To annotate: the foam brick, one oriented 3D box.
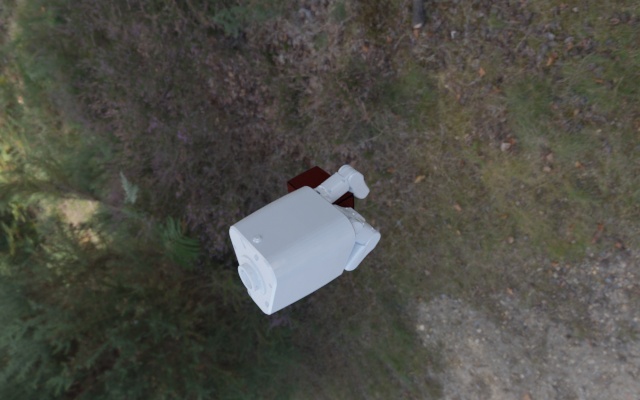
[{"bbox_3d":[0.000,0.002,0.614,0.051,0.053,0.078,-30,48,-24],"label":"foam brick"}]
